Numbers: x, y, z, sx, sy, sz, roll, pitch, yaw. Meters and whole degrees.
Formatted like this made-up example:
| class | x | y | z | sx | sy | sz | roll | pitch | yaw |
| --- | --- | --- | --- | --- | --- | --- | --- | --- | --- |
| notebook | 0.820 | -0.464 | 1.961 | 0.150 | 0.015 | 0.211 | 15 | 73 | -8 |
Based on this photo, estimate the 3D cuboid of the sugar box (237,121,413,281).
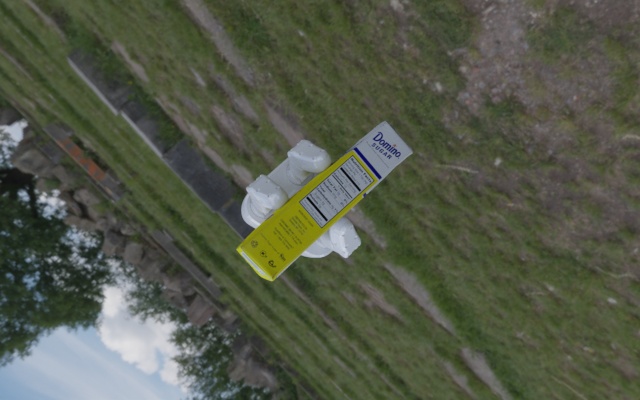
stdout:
| class | x | y | z | sx | sy | sz | roll | pitch | yaw |
| --- | --- | --- | --- | --- | --- | --- | --- | --- | --- |
| sugar box | 0.000 | 0.001 | 0.458 | 0.176 | 0.048 | 0.093 | -44 | 4 | -14 |
